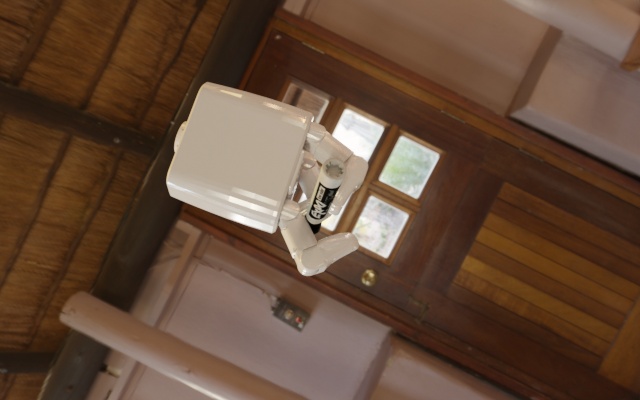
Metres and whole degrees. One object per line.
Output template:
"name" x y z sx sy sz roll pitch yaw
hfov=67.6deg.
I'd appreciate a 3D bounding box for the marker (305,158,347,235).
"marker" 0.000 0.001 0.406 0.020 0.020 0.121 0 -24 -11
